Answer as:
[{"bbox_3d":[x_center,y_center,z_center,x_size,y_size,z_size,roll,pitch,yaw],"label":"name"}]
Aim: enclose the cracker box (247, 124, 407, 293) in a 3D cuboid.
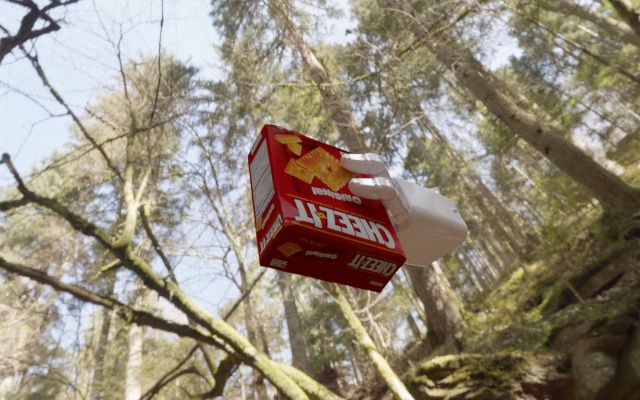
[{"bbox_3d":[0.000,0.002,0.611,0.164,0.072,0.213,17,33,-25],"label":"cracker box"}]
